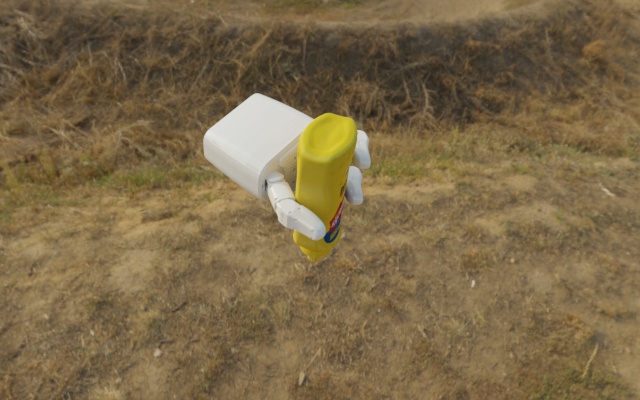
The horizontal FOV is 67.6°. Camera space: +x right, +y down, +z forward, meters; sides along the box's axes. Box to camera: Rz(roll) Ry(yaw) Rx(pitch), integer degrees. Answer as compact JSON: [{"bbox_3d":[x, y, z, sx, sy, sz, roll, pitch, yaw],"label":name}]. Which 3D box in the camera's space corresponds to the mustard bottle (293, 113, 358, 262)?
[{"bbox_3d":[0.000,0.002,0.561,0.058,0.192,0.096,15,41,9],"label":"mustard bottle"}]
